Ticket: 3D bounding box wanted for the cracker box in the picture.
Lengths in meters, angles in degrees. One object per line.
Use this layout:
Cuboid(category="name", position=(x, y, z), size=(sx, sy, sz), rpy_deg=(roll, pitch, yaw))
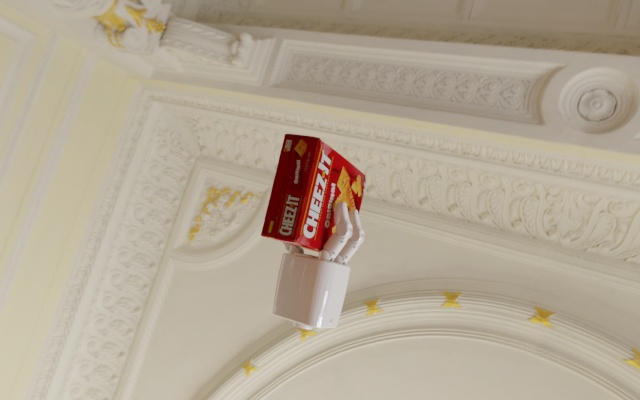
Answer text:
Cuboid(category="cracker box", position=(0.000, 0.003, 0.803), size=(0.072, 0.164, 0.214), rpy_deg=(8, -9, 26))
